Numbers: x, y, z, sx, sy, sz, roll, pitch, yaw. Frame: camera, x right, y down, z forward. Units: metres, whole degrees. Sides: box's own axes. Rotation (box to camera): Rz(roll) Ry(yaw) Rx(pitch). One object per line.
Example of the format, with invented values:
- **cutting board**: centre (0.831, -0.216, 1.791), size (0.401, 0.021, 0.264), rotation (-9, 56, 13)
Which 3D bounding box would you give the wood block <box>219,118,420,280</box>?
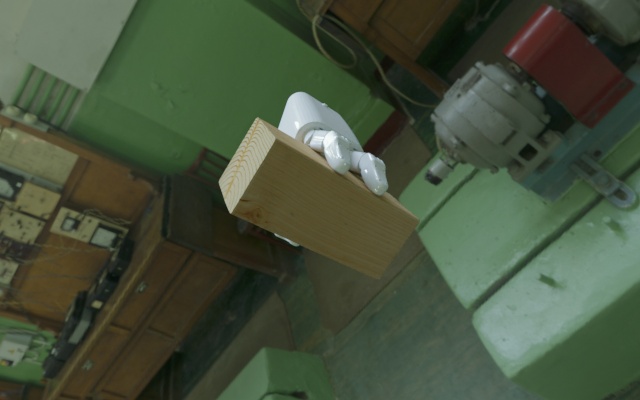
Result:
- **wood block**: centre (0.000, 0.002, 0.552), size (0.206, 0.091, 0.090), rotation (27, 12, -29)
